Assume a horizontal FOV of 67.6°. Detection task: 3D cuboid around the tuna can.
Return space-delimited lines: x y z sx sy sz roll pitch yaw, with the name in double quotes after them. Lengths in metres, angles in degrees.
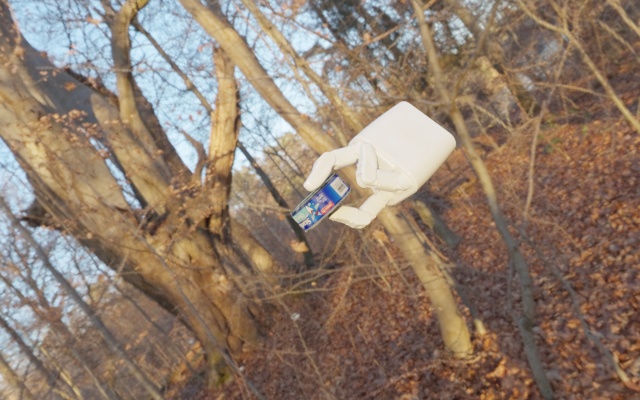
0.000 0.002 0.649 0.086 0.034 0.086 -43 4 4 "tuna can"
